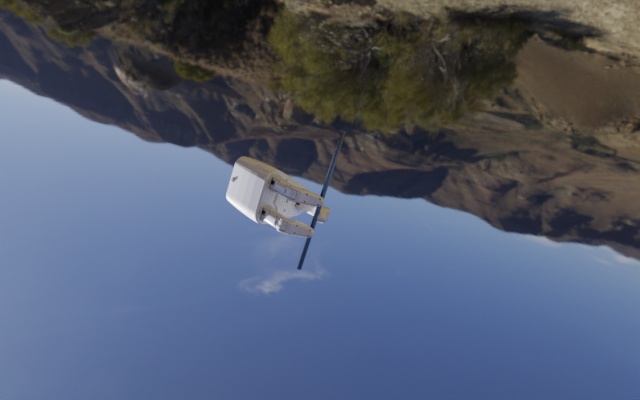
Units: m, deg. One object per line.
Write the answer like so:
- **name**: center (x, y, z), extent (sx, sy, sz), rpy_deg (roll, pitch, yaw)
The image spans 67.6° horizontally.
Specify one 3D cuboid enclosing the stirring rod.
- **stirring rod**: center (0.000, 0.002, 0.783), extent (0.011, 0.239, 0.011), rpy_deg (17, 10, -3)
